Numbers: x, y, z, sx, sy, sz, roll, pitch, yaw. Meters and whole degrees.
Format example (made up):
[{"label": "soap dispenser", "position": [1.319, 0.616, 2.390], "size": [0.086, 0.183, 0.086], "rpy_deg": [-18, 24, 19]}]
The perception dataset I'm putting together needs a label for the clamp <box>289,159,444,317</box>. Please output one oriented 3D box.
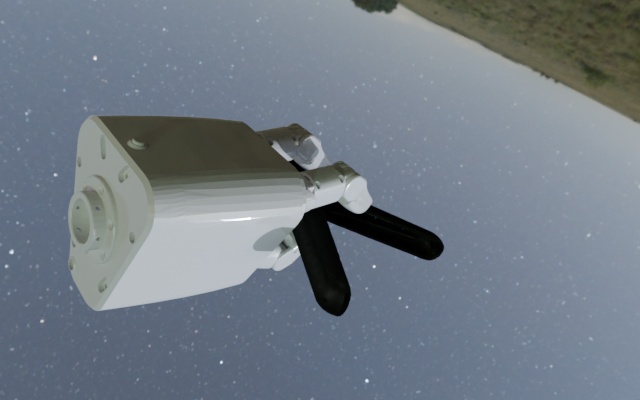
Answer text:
[{"label": "clamp", "position": [-0.001, 0.002, 0.407], "size": [0.164, 0.036, 0.210], "rpy_deg": [-5, 40, -48]}]
